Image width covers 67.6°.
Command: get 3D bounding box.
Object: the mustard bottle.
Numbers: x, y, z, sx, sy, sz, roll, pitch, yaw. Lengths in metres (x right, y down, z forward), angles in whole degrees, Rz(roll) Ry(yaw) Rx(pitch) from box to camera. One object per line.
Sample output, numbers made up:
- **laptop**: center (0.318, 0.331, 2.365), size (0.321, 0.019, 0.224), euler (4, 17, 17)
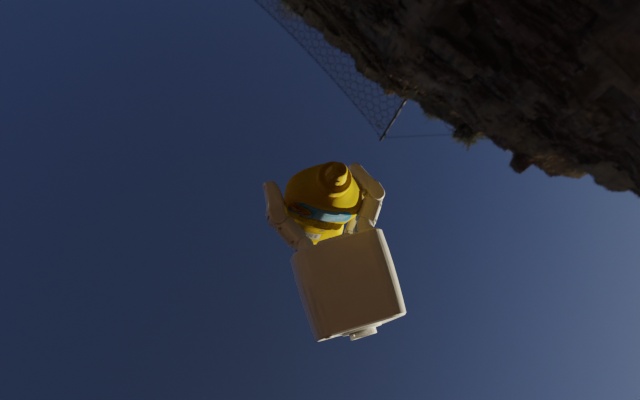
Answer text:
- **mustard bottle**: center (0.000, 0.002, 0.609), size (0.096, 0.058, 0.192), euler (13, -24, -8)
